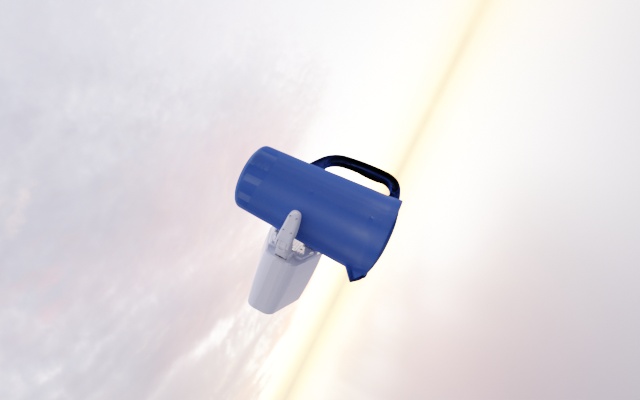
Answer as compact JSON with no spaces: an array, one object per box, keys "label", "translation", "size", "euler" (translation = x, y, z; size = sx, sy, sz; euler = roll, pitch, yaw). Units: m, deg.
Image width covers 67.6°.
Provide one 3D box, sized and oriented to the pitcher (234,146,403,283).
[{"label":"pitcher","translation":[0.000,0.003,0.745],"size":[0.243,0.145,0.149],"euler":[26,23,7]}]
